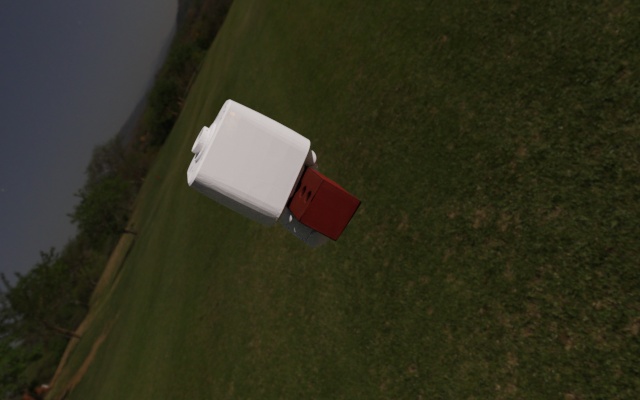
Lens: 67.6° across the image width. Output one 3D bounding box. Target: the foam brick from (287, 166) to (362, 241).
[{"bbox_3d":[0.000,0.002,0.534,0.051,0.053,0.078,30,5,-21],"label":"foam brick"}]
